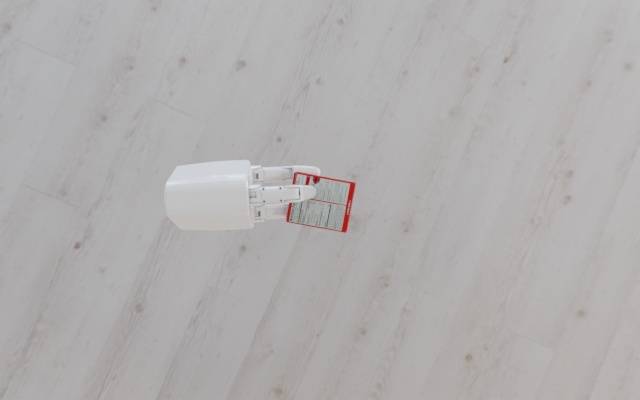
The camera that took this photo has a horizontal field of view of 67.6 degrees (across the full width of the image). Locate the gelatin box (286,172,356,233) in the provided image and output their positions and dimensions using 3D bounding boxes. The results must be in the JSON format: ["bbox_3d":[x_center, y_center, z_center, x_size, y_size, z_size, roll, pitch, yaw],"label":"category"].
[{"bbox_3d":[0.000,0.002,0.681,0.089,0.073,0.030,10,1,-2],"label":"gelatin box"}]
